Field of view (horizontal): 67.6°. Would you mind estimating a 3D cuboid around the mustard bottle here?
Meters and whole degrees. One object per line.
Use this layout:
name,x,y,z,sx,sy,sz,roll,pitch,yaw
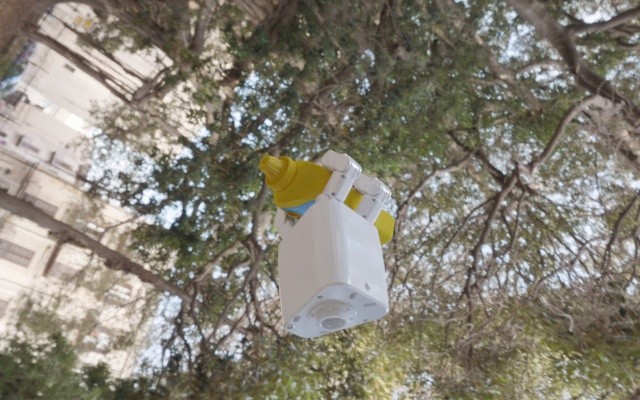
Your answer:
mustard bottle,0.000,0.002,0.591,0.096,0.058,0.192,-11,-36,44
